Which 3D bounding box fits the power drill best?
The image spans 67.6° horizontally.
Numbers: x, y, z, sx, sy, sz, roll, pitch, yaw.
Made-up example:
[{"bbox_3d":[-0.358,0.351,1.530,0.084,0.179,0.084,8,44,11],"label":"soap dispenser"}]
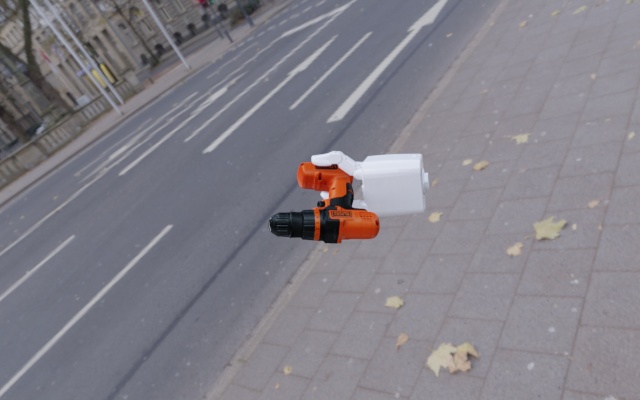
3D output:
[{"bbox_3d":[0.000,0.002,0.845,0.184,0.057,0.187,3,36,-8],"label":"power drill"}]
